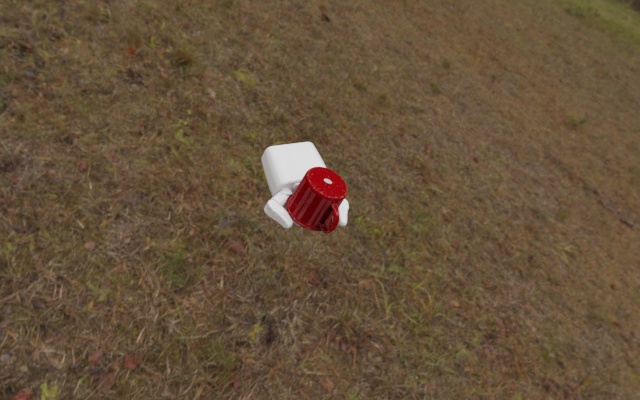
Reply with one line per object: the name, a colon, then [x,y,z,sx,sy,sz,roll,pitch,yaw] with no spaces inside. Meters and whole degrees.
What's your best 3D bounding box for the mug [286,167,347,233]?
mug: [0.001,0.004,0.845,0.093,0.117,0.081,1,-42,-34]
